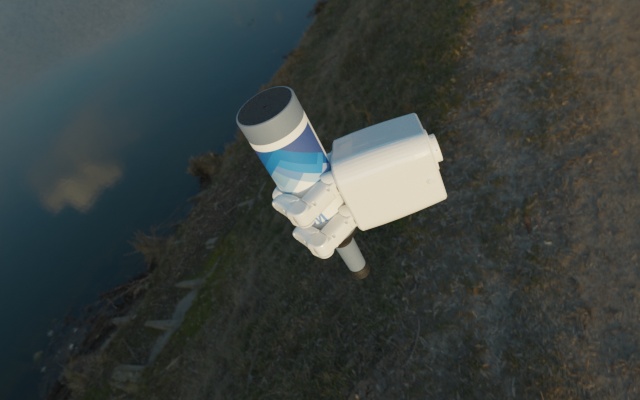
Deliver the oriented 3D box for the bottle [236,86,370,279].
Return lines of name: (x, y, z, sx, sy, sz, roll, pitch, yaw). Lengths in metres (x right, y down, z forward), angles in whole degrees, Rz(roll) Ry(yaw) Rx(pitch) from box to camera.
bottle: (0.000, 0.002, 0.579, 0.069, 0.069, 0.296, 0, -42, 31)
